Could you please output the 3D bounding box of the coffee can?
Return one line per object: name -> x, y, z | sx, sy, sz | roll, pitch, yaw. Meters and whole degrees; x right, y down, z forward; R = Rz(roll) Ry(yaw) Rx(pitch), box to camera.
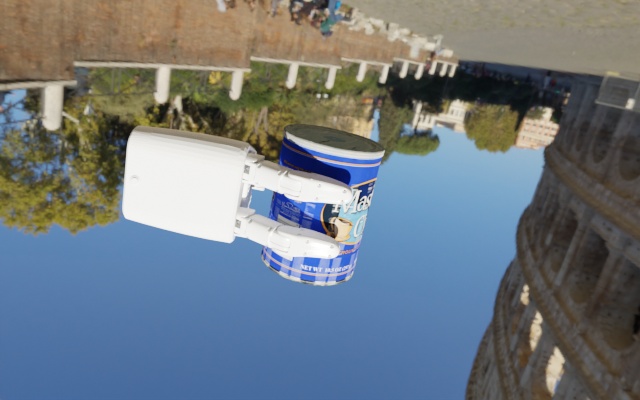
coffee can -> 0.000, 0.001, 0.497 | 0.103, 0.140, 0.102 | 11, 18, -4
